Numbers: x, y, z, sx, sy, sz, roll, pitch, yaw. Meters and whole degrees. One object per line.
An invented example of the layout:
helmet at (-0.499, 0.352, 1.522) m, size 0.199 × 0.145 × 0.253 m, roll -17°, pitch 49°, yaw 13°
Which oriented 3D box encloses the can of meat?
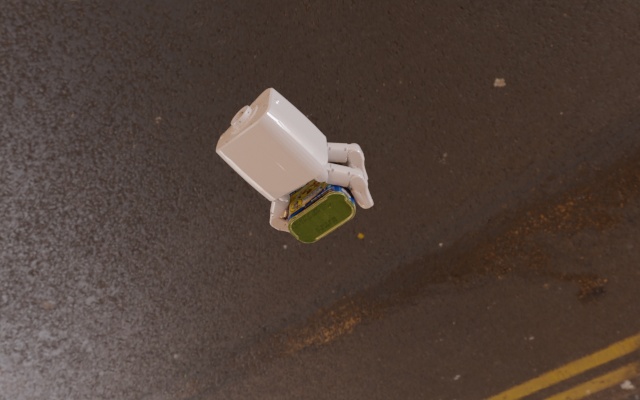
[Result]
can of meat at (0.000, 0.002, 0.677) m, size 0.102 × 0.057 × 0.084 m, roll -35°, pitch 29°, yaw 20°
